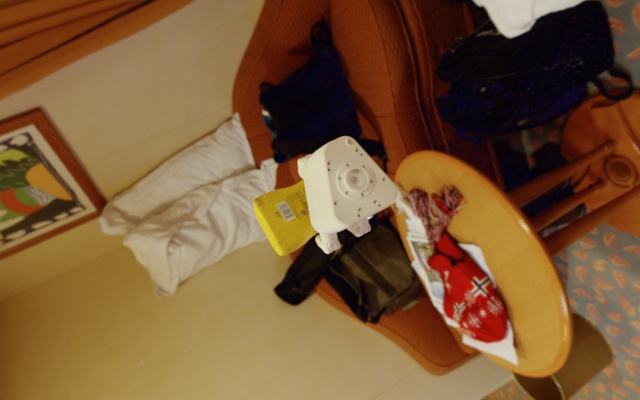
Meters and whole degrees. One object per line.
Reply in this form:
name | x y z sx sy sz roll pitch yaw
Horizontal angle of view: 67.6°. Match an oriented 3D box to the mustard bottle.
mustard bottle | 0.000 0.003 0.738 0.191 0.096 0.058 -26 -25 -15
